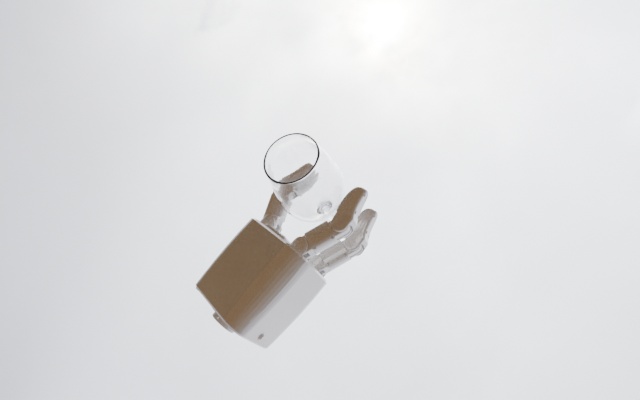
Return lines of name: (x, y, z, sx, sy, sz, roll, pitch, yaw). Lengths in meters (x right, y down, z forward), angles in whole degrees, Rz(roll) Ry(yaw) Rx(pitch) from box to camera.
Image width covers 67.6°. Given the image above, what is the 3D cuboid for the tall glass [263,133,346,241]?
tall glass: (0.000, 0.002, 0.570, 0.079, 0.079, 0.201, 0, -28, 20)
